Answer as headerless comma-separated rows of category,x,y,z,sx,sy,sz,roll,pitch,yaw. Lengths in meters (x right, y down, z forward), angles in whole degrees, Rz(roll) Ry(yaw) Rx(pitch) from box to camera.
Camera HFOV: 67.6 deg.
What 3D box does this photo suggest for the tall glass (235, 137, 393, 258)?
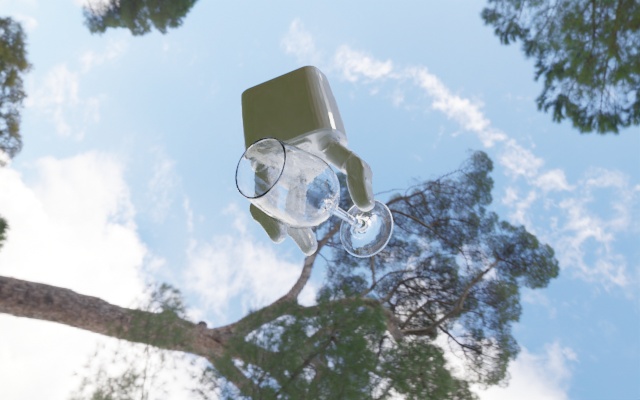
tall glass,0.001,0.002,0.513,0.079,0.079,0.201,0,-19,36
